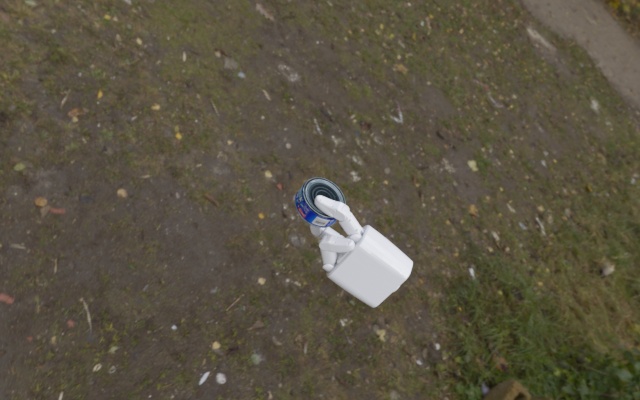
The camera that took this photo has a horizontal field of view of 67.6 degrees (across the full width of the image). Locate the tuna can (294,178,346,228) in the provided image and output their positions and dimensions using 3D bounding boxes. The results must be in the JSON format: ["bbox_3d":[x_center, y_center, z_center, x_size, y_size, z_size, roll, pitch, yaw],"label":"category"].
[{"bbox_3d":[0.000,0.002,0.830,0.086,0.086,0.034,0,-32,-32],"label":"tuna can"}]
